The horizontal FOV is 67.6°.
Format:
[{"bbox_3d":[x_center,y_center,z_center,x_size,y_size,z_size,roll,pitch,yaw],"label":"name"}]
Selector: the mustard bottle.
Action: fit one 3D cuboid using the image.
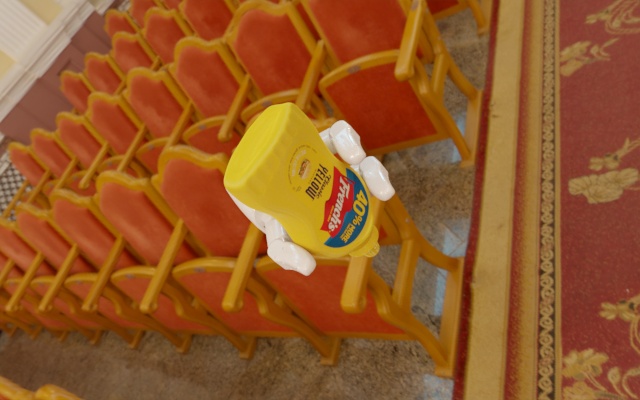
[{"bbox_3d":[0.000,0.001,0.467,0.058,0.096,0.192,1,-33,46],"label":"mustard bottle"}]
